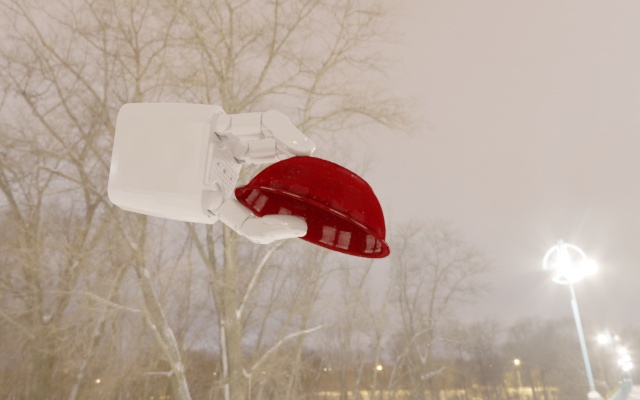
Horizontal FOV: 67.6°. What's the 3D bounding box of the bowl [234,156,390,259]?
[{"bbox_3d":[0.001,0.002,0.471,0.162,0.055,0.162,21,-16,6],"label":"bowl"}]
